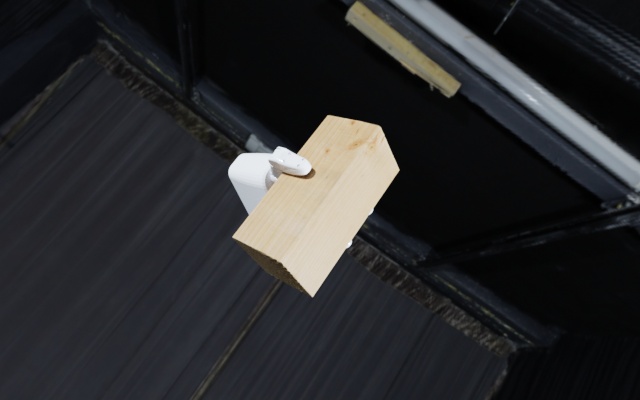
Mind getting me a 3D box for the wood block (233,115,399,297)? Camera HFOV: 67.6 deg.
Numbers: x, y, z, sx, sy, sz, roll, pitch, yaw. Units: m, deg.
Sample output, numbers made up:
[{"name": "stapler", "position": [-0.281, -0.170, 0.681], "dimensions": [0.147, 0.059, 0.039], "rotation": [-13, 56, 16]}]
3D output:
[{"name": "wood block", "position": [0.000, 0.002, 0.603], "dimensions": [0.090, 0.206, 0.091], "rotation": [20, -24, 39]}]
